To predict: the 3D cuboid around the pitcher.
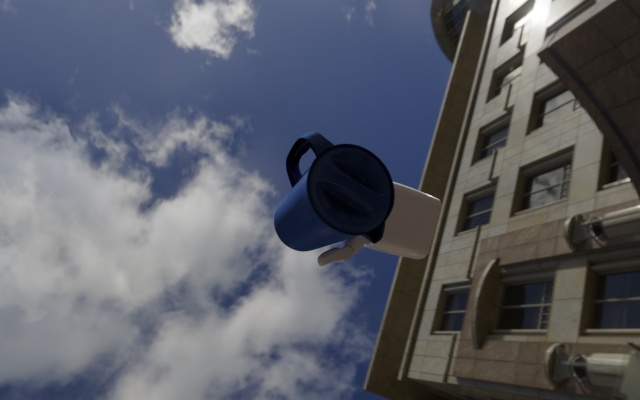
[{"bbox_3d":[0.000,0.003,0.766,0.145,0.149,0.243,14,-19,-17],"label":"pitcher"}]
